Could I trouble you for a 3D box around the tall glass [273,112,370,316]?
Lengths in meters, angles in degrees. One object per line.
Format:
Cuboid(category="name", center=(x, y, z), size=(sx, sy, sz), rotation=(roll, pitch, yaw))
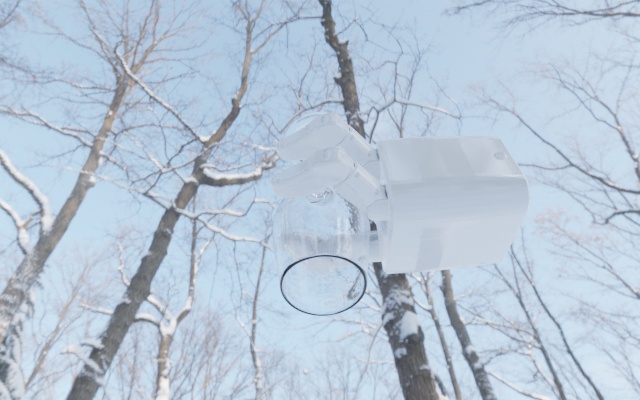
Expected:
Cuboid(category="tall glass", center=(0.000, 0.001, 0.414), size=(0.079, 0.079, 0.201), rotation=(0, 37, -1))
